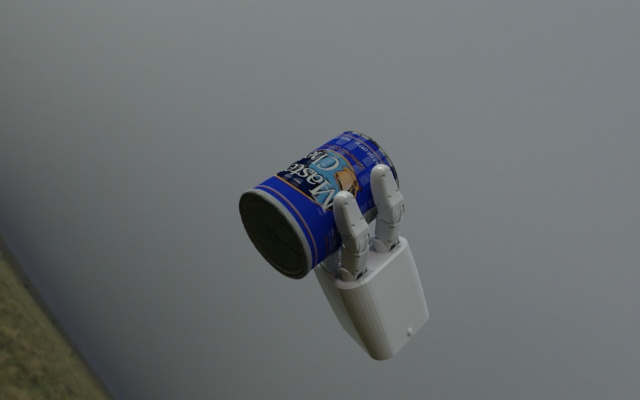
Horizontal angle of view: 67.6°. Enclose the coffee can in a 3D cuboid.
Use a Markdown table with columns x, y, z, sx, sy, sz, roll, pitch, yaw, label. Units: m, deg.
| x | y | z | sx | sy | sz | roll | pitch | yaw | label |
| --- | --- | --- | --- | --- | --- | --- | --- | --- | --- |
| 0.000 | 0.002 | 0.507 | 0.140 | 0.103 | 0.103 | -35 | 20 | -31 | coffee can |
